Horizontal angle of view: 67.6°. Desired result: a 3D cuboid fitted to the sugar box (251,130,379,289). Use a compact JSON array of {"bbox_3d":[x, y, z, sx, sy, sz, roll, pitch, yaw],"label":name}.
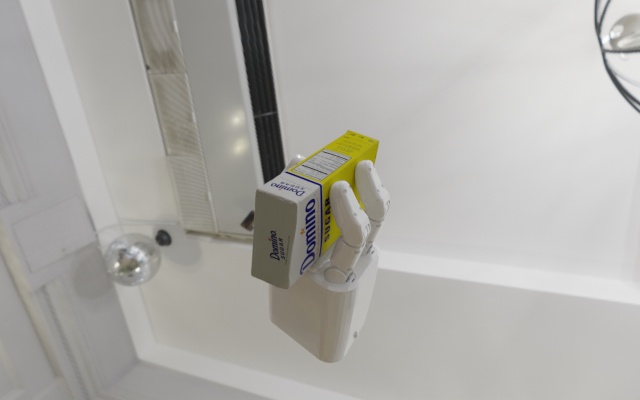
[{"bbox_3d":[0.001,0.002,0.469,0.048,0.093,0.176,19,32,19],"label":"sugar box"}]
